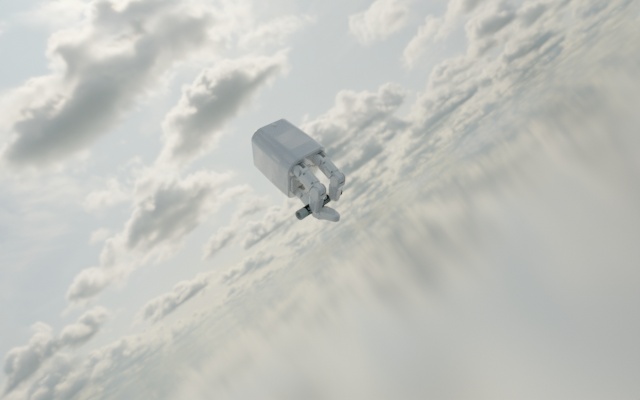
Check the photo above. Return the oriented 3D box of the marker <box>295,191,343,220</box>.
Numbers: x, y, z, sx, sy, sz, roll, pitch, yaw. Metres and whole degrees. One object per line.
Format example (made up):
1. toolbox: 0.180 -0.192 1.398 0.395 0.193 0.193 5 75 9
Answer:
1. marker: 0.000 0.003 0.887 0.020 0.020 0.121 0 24 45
